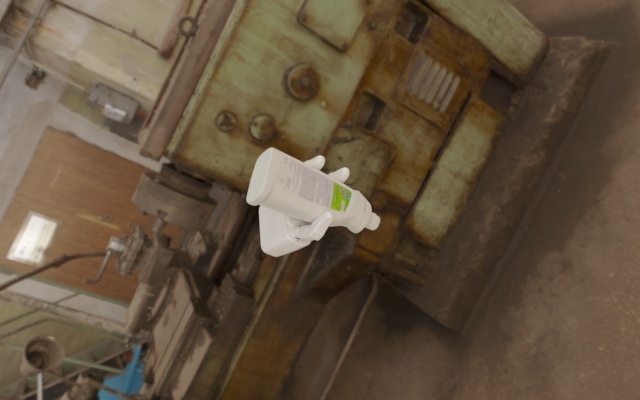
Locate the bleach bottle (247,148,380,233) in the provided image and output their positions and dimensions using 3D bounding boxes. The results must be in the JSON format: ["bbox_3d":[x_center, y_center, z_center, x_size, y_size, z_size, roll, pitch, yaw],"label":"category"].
[{"bbox_3d":[0.000,0.003,0.842,0.251,0.102,0.068,25,-31,-26],"label":"bleach bottle"}]
